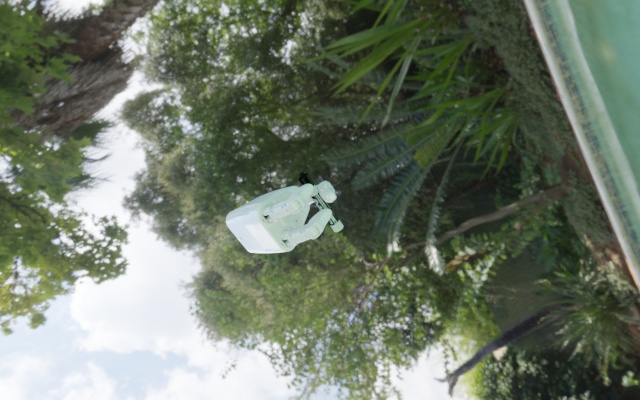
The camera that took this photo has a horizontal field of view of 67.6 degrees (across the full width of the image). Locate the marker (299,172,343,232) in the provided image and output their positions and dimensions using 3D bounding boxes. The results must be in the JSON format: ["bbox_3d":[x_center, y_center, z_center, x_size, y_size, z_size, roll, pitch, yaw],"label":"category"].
[{"bbox_3d":[0.000,0.003,0.806,0.020,0.121,0.020,-30,21,13],"label":"marker"}]
